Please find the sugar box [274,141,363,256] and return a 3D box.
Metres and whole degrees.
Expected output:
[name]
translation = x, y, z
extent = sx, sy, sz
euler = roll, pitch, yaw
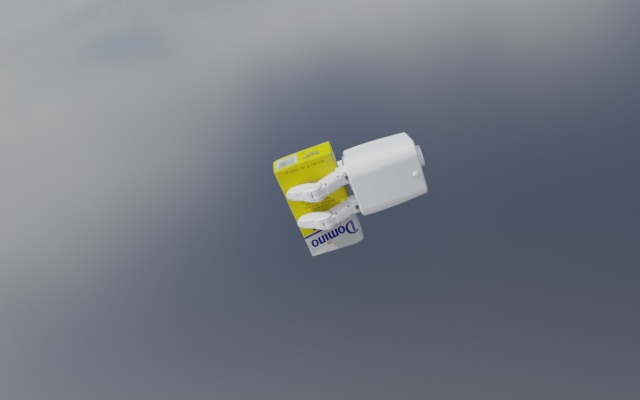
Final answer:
[sugar box]
translation = 0.000, 0.003, 0.759
extent = 0.093, 0.176, 0.048
euler = -19, 31, 7
